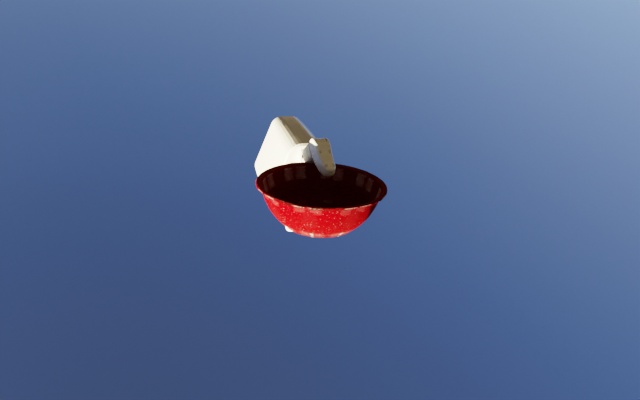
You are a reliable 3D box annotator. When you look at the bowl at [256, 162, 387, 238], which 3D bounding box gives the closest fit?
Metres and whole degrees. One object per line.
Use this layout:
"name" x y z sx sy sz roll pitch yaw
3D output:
"bowl" 0.000 0.003 0.595 0.162 0.055 0.162 3 22 -1
